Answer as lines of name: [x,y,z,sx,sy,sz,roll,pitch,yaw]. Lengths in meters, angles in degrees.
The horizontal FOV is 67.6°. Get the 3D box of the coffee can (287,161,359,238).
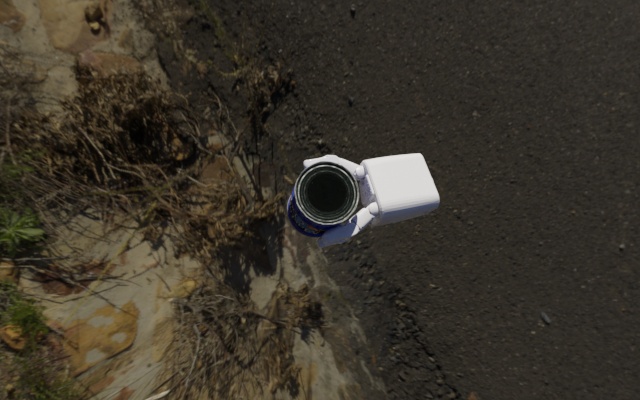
coffee can: [0.000,0.003,0.805,0.103,0.102,0.140,0,-12,-9]
